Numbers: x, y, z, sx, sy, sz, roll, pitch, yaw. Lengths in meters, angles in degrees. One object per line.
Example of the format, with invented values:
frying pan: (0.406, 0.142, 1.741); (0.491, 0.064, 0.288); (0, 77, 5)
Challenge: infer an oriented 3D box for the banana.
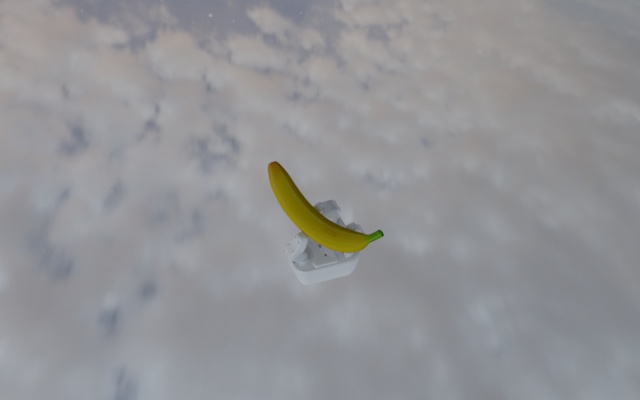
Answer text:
banana: (-0.006, 0.020, 0.688); (0.198, 0.069, 0.037); (33, 12, 13)
